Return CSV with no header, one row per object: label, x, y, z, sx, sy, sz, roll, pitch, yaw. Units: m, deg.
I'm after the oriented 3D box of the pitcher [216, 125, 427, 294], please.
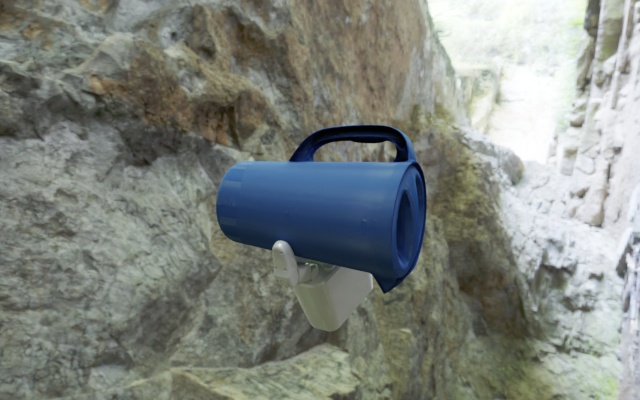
pitcher,0.000,0.002,0.579,0.243,0.145,0.149,6,46,26
